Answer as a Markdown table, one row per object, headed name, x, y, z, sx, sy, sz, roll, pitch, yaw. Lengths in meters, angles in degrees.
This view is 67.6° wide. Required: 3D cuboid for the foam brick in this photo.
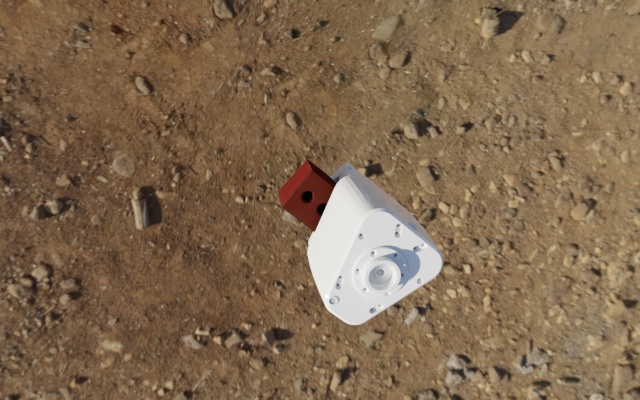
| name | x | y | z | sx | sy | sz | roll | pitch | yaw |
| --- | --- | --- | --- | --- | --- | --- | --- | --- | --- |
| foam brick | 0.000 | 0.002 | 0.527 | 0.078 | 0.053 | 0.051 | 38 | 10 | -17 |
